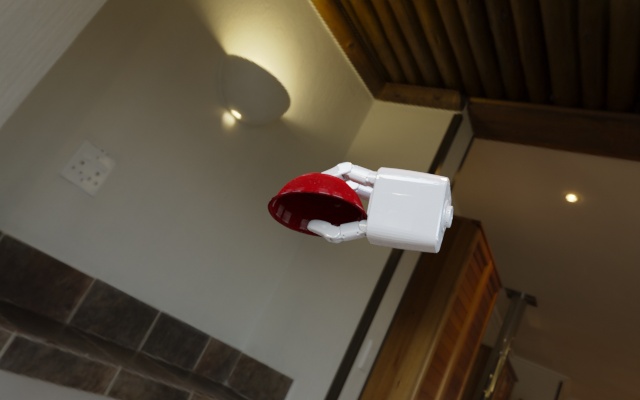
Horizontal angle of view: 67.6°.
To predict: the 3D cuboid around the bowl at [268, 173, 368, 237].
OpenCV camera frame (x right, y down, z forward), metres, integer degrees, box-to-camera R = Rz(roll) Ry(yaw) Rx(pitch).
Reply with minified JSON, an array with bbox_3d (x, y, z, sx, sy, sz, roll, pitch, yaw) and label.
[{"bbox_3d":[-0.001,0.002,0.761,0.162,0.055,0.162,7,-27,4],"label":"bowl"}]
